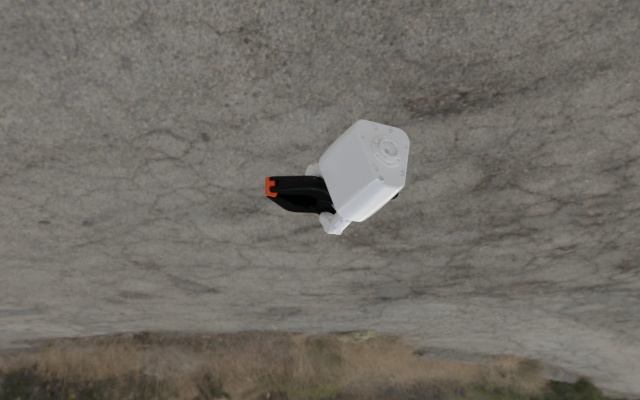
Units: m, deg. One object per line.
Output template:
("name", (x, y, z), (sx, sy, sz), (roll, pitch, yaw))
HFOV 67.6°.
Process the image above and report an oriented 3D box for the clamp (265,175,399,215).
("clamp", (0.000, 0.003, 0.790), (0.210, 0.036, 0.165), (9, -30, -25))
